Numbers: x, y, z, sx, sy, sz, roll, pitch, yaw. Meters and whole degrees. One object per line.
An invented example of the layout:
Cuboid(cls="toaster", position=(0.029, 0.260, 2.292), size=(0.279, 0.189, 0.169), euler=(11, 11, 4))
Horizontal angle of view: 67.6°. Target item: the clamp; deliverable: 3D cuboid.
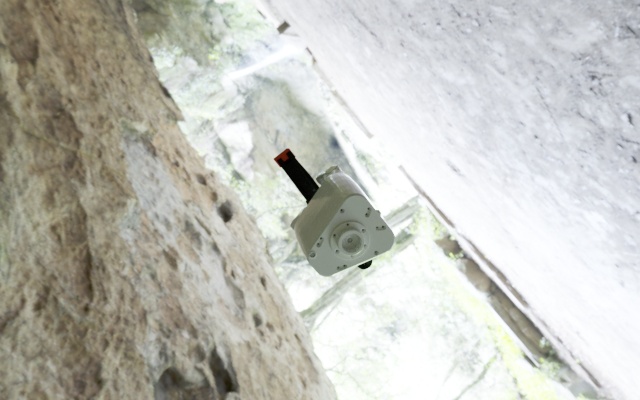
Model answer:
Cuboid(cls="clamp", position=(-0.001, 0.003, 0.756), size=(0.036, 0.210, 0.164), euler=(-38, 18, 3))
